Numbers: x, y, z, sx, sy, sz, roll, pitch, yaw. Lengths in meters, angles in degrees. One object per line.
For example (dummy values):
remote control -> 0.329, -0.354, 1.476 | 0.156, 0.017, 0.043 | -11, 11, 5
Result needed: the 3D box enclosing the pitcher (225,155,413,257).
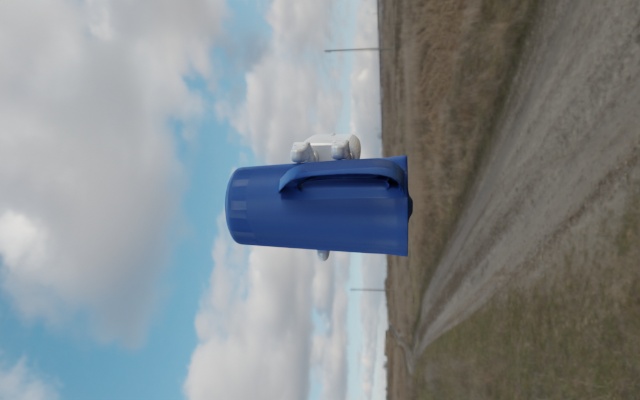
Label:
pitcher -> 0.000, 0.002, 0.637 | 0.243, 0.149, 0.145 | 0, 20, 9
